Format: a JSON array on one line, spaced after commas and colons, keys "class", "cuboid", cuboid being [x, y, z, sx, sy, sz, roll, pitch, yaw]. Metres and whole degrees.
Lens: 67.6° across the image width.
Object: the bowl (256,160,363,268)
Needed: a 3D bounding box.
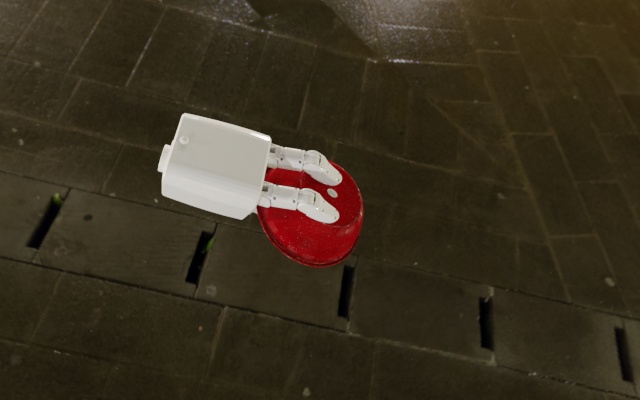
[{"class": "bowl", "cuboid": [0.001, 0.002, 0.622, 0.162, 0.162, 0.055, 0, -23, -34]}]
